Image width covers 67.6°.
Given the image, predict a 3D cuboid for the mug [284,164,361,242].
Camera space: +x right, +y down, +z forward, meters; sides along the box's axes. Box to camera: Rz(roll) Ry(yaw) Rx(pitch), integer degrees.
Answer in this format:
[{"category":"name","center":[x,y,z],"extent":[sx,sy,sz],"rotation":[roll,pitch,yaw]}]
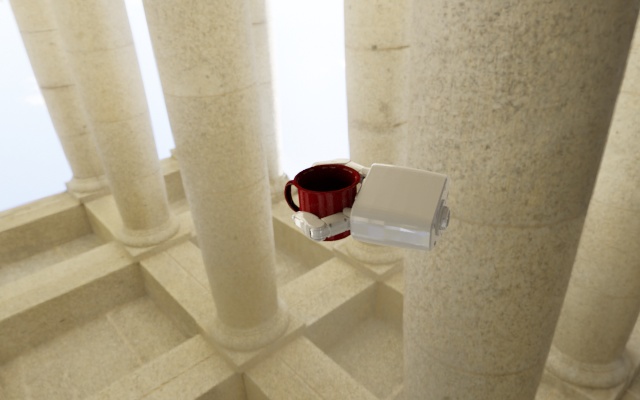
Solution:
[{"category":"mug","center":[-0.001,0.002,0.677],"extent":[0.117,0.081,0.093],"rotation":[10,31,24]}]
